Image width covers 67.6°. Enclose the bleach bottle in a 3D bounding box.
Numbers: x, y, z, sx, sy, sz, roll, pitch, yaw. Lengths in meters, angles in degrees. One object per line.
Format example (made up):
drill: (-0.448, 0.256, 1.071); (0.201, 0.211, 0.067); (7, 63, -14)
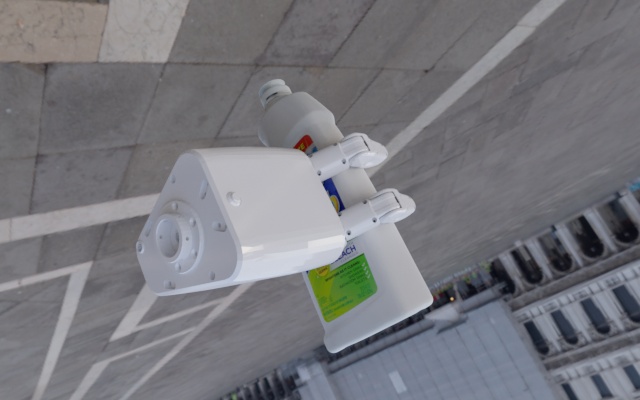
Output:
bleach bottle: (0.000, 0.001, 0.441); (0.102, 0.250, 0.068); (-37, -19, 33)
